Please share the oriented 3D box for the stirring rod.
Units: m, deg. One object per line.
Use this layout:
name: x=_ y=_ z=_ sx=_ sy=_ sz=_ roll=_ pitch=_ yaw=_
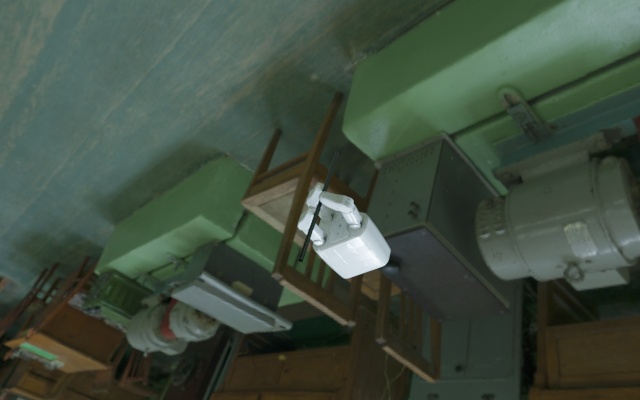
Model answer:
stirring rod: x=0.000 y=0.003 z=0.826 sx=0.011 sy=0.239 sz=0.011 roll=12 pitch=-36 yaw=9
